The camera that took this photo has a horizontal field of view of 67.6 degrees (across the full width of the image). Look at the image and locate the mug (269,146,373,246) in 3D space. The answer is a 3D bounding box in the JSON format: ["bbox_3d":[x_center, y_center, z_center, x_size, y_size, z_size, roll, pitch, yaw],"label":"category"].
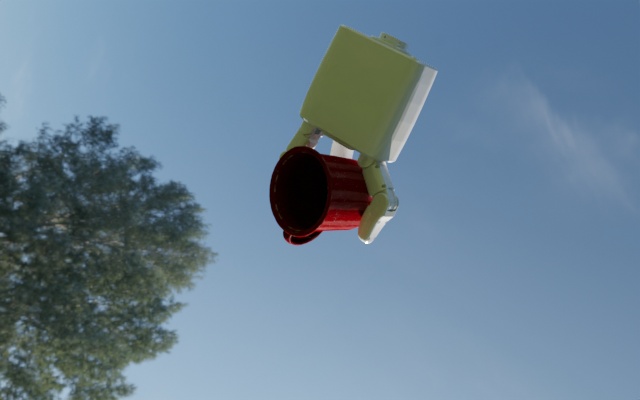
[{"bbox_3d":[0.000,0.003,0.520,0.081,0.117,0.093,2,33,-46],"label":"mug"}]
